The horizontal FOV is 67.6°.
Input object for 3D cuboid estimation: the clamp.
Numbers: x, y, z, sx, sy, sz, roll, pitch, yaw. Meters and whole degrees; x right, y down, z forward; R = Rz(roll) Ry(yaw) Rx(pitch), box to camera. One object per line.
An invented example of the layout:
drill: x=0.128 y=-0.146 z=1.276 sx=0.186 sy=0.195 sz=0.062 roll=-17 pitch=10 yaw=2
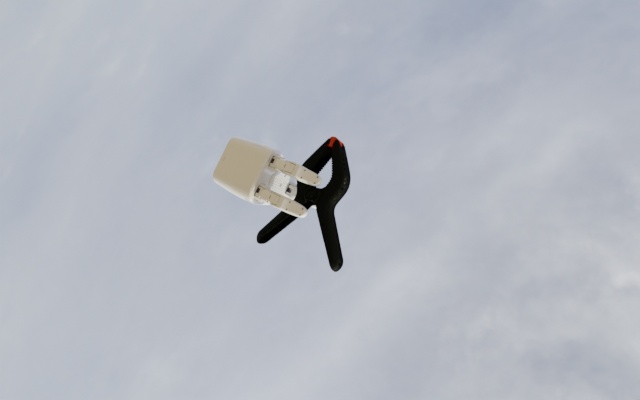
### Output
clamp: x=0.001 y=0.002 z=0.761 sx=0.164 sy=0.210 sz=0.036 roll=24 pitch=-3 yaw=32
